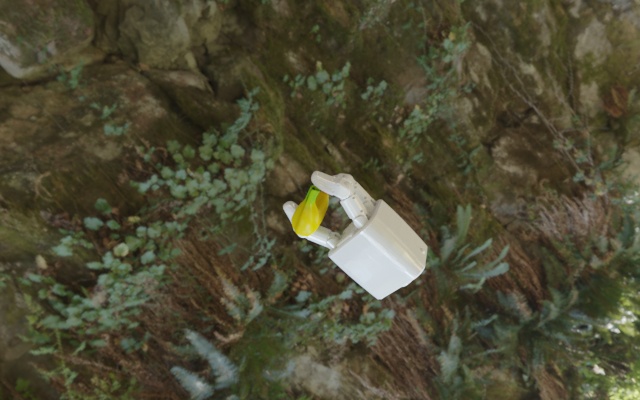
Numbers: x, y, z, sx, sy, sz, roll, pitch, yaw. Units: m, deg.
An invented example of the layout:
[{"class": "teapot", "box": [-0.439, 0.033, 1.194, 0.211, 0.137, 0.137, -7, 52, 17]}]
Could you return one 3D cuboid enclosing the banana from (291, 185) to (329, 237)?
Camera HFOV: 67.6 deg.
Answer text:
[{"class": "banana", "box": [-0.011, 0.017, 0.675, 0.037, 0.069, 0.198, 36, 2, 2]}]
